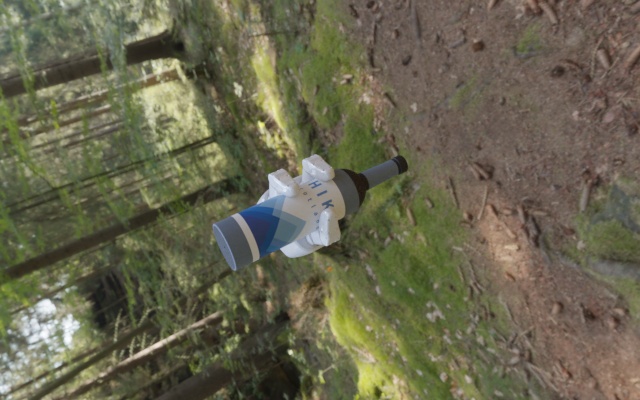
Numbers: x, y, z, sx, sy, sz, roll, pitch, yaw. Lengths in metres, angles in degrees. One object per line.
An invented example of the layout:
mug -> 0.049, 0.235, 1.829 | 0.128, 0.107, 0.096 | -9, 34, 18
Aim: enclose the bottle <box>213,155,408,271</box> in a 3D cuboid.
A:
bottle -> 0.000, 0.002, 0.665 | 0.295, 0.069, 0.069 | -25, 10, -22
